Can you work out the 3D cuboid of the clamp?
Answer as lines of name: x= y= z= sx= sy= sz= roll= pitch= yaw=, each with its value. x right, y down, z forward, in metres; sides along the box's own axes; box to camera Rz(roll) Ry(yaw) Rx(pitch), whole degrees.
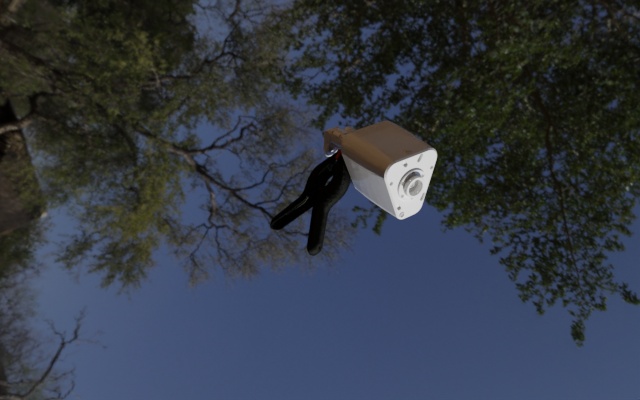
clamp: x=0.000 y=0.003 z=0.747 sx=0.120 sy=0.171 sz=0.039 roll=40 pitch=5 yaw=41
